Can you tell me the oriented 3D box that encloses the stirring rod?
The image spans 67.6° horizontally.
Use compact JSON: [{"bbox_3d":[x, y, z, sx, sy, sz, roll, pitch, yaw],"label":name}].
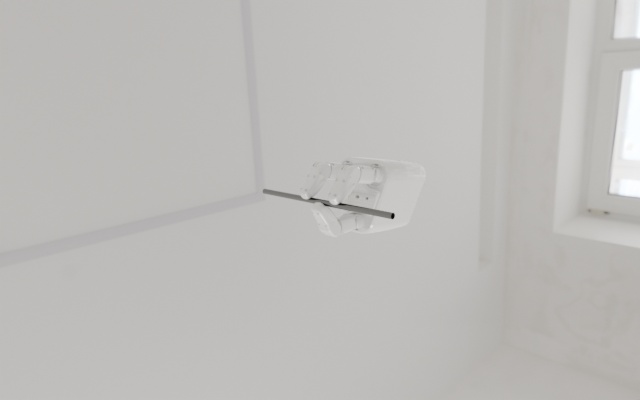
[{"bbox_3d":[0.000,0.002,0.647,0.239,0.011,0.011,11,7,44],"label":"stirring rod"}]
